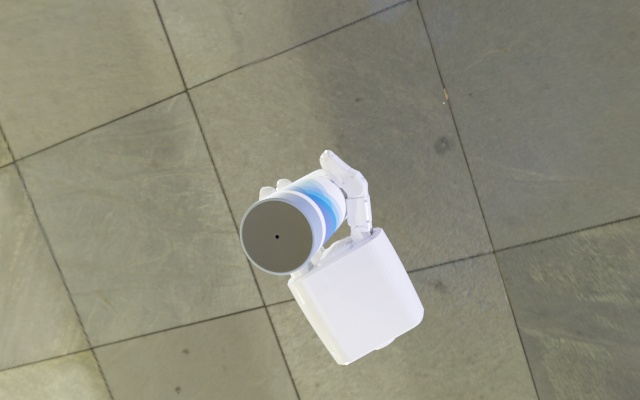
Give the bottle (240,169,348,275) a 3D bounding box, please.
[{"bbox_3d":[0.000,0.002,0.532,0.069,0.069,0.295,0,11,14],"label":"bottle"}]
